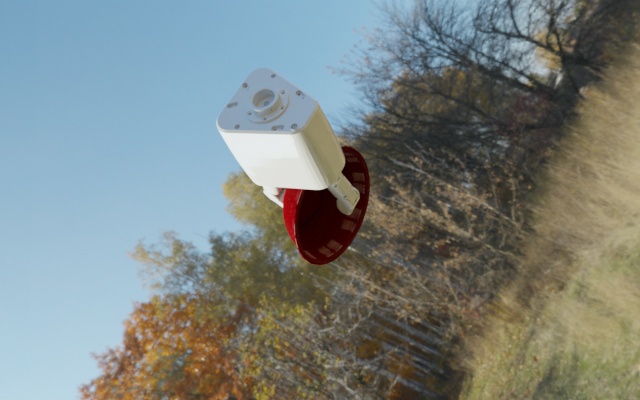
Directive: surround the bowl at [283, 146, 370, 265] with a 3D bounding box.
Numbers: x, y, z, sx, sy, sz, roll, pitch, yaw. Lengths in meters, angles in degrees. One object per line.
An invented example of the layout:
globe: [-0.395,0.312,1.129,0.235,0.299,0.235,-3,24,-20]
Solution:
bowl: [0.000,0.003,0.643,0.055,0.162,0.162,18,11,35]
